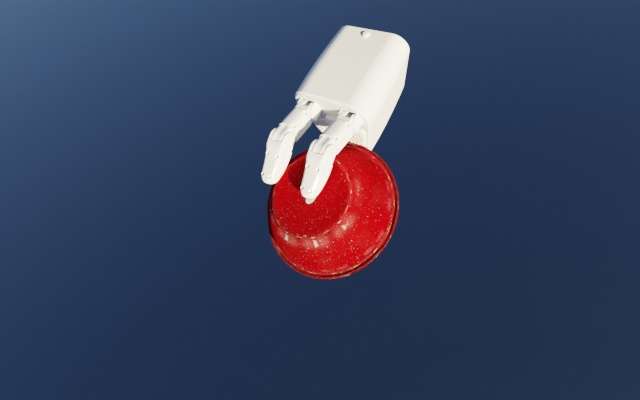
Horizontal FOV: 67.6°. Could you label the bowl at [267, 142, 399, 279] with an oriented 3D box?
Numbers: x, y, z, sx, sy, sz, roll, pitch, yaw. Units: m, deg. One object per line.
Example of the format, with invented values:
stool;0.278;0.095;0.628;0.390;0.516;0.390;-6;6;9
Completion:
bowl;0.000;0.003;0.520;0.162;0.162;0.055;0;-15;25
